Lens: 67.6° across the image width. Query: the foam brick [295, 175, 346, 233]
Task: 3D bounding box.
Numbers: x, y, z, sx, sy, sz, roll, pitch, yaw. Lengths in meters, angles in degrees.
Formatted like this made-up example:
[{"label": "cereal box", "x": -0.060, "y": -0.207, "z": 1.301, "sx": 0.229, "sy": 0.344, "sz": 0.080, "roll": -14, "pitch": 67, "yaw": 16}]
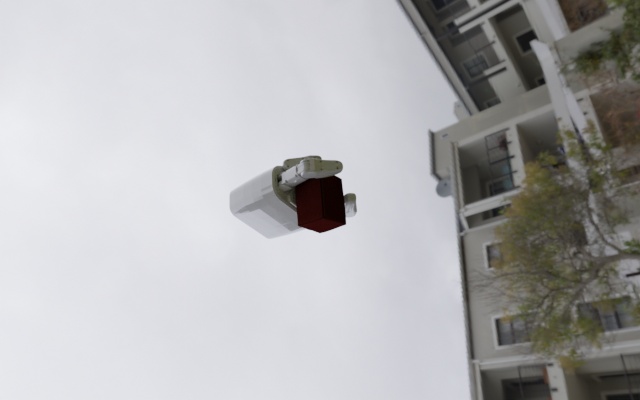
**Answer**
[{"label": "foam brick", "x": 0.000, "y": 0.003, "z": 0.703, "sx": 0.051, "sy": 0.078, "sz": 0.053, "roll": -22, "pitch": -29, "yaw": 35}]
